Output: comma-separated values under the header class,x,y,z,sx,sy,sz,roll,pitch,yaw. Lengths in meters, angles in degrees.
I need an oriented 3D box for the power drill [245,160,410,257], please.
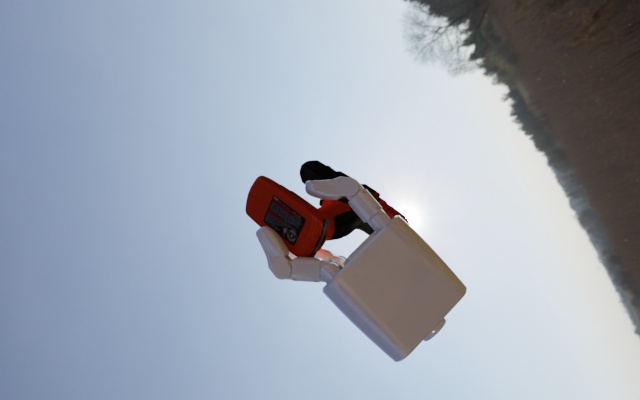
class,x,y,z,sx,sy,sz,roll,pitch,yaw
power drill,0.000,0.002,0.593,0.184,0.057,0.187,34,25,30
